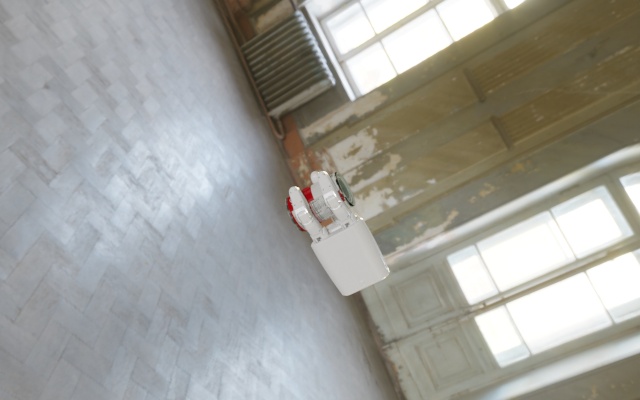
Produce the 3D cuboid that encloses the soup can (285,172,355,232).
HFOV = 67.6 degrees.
[{"bbox_3d":[0.000,0.002,0.818,0.102,0.068,0.068,-28,-8,15],"label":"soup can"}]
